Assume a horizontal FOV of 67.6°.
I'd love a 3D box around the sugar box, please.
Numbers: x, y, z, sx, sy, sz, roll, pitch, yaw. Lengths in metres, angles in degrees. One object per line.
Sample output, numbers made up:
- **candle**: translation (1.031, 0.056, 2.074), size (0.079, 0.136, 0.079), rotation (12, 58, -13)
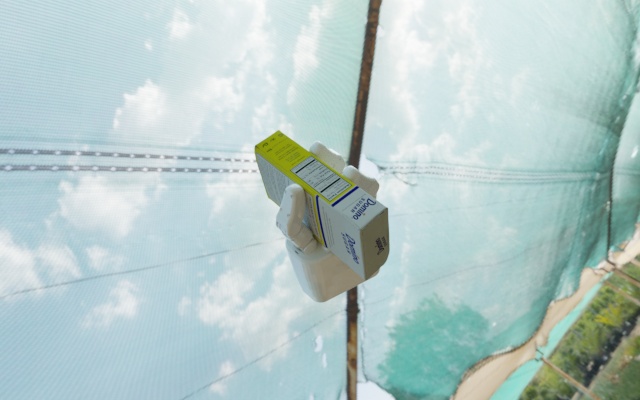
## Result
- **sugar box**: translation (0.000, 0.001, 0.530), size (0.048, 0.093, 0.176), rotation (-39, 55, -23)
